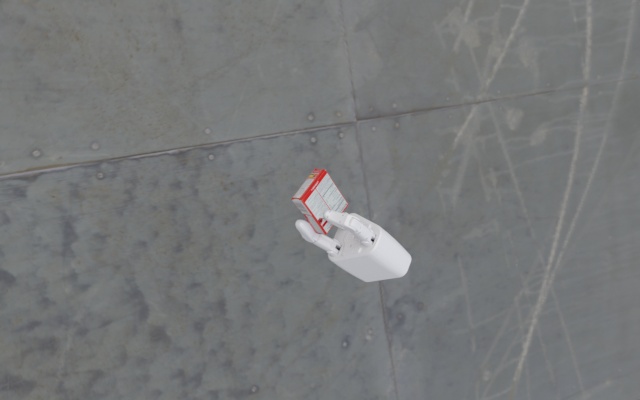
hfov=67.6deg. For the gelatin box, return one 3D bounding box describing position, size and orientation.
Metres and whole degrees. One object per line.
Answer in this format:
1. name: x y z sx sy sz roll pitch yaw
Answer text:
1. gelatin box: 0.000 0.002 0.807 0.030 0.073 0.089 8 -38 46
